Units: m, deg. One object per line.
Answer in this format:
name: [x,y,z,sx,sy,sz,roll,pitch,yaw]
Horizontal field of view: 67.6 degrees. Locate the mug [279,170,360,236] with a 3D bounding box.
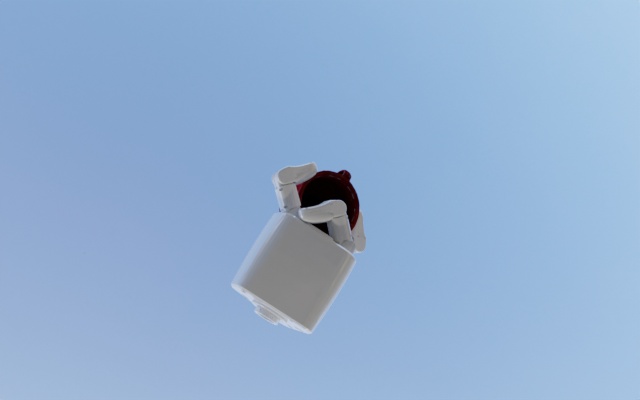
mug: [0.001,0.001,0.664,0.093,0.117,0.081,42,-23,-16]
